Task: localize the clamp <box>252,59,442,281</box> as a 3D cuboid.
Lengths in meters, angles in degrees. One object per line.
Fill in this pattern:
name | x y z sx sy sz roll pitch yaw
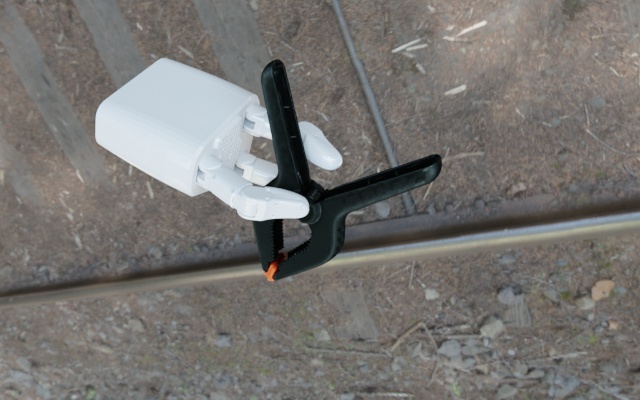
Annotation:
clamp | -0.001 0.002 0.430 0.164 0.210 0.036 27 34 11
